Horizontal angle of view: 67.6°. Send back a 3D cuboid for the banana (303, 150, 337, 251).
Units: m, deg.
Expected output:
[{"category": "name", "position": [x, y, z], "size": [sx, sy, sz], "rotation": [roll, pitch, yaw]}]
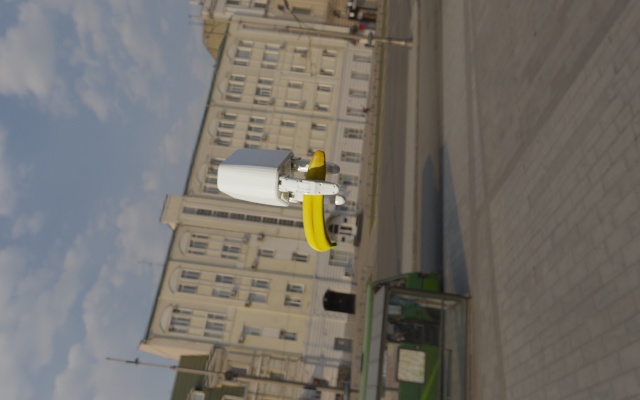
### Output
[{"category": "banana", "position": [-0.006, 0.015, 0.814], "size": [0.037, 0.198, 0.069], "rotation": [6, 32, 20]}]
